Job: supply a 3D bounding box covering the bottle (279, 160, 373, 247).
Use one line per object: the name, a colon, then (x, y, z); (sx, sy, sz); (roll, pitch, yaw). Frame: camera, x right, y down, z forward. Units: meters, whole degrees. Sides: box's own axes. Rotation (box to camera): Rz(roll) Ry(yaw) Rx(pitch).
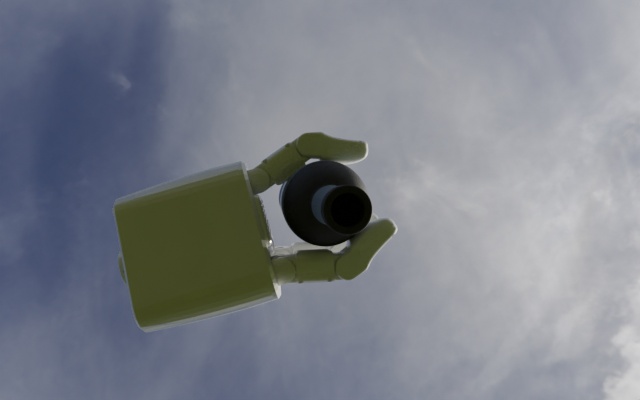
bottle: (0.000, 0.001, 0.403); (0.069, 0.069, 0.295); (0, 2, -6)
